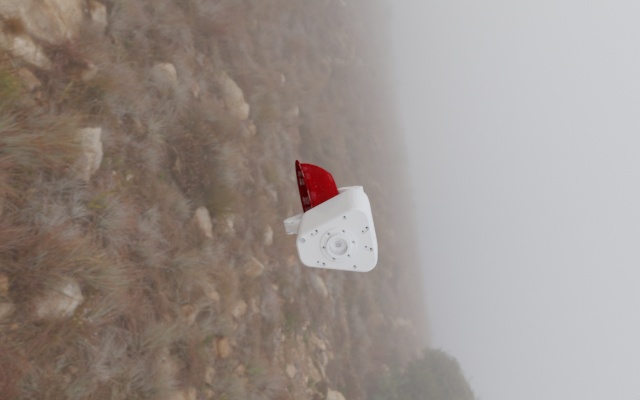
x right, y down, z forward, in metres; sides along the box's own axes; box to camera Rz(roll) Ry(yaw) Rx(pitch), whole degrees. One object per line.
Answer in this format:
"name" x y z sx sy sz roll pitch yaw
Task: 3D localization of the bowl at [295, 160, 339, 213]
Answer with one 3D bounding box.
"bowl" 0.000 0.002 0.832 0.055 0.162 0.162 -13 2 -7
